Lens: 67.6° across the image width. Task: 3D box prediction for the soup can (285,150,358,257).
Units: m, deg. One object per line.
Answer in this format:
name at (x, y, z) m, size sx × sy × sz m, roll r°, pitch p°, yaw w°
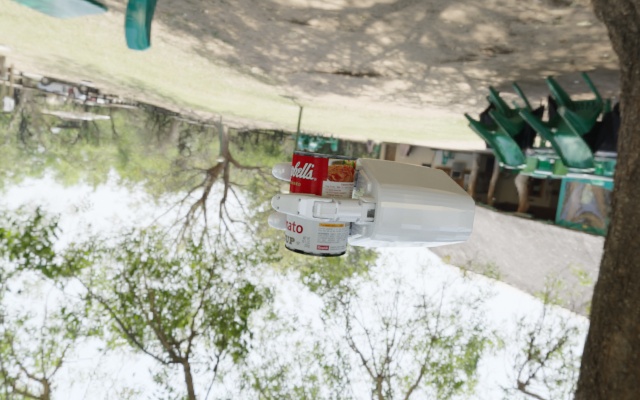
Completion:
soup can at (0.000, 0.002, 0.498) m, size 0.068 × 0.102 × 0.068 m, roll 6°, pitch 7°, yaw -1°
